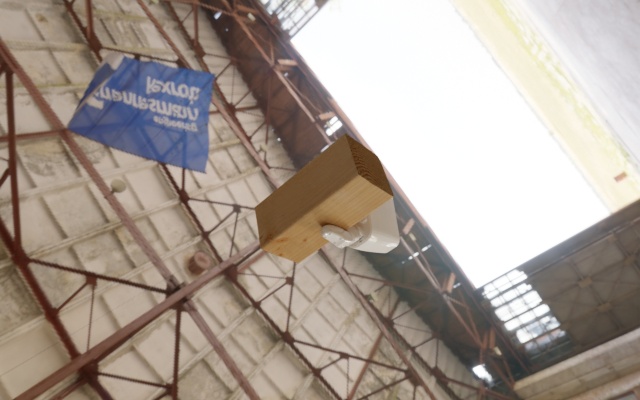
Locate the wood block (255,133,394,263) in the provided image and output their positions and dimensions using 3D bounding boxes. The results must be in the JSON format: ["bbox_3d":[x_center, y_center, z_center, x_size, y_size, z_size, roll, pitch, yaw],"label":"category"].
[{"bbox_3d":[0.000,0.003,0.758,0.206,0.090,0.090,-38,-44,26],"label":"wood block"}]
